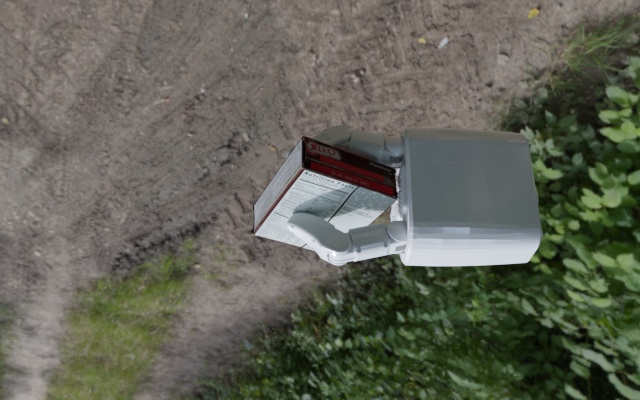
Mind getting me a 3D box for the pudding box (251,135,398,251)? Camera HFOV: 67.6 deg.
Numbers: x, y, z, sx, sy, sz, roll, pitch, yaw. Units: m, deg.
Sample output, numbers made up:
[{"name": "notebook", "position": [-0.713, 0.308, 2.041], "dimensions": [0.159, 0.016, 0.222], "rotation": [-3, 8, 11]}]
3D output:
[{"name": "pudding box", "position": [0.000, 0.002, 0.422], "dimensions": [0.090, 0.039, 0.113], "rotation": [18, -42, -22]}]
